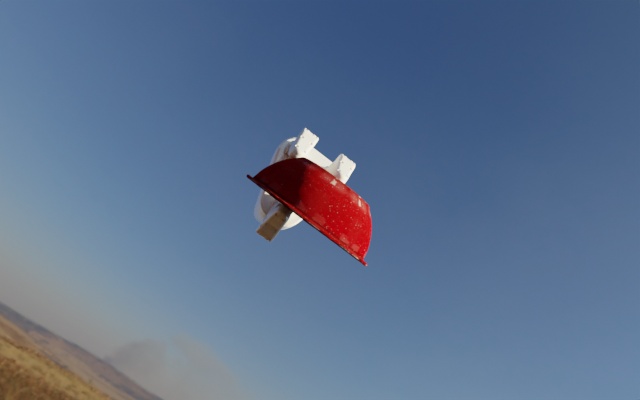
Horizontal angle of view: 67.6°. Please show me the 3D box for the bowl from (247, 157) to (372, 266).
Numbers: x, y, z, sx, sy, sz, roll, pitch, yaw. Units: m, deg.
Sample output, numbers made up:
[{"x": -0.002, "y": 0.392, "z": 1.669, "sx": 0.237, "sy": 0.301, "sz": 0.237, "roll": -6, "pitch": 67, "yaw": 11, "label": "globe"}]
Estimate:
[{"x": 0.001, "y": 0.002, "z": 0.517, "sx": 0.162, "sy": 0.055, "sz": 0.162, "roll": 37, "pitch": -2, "yaw": 2, "label": "bowl"}]
